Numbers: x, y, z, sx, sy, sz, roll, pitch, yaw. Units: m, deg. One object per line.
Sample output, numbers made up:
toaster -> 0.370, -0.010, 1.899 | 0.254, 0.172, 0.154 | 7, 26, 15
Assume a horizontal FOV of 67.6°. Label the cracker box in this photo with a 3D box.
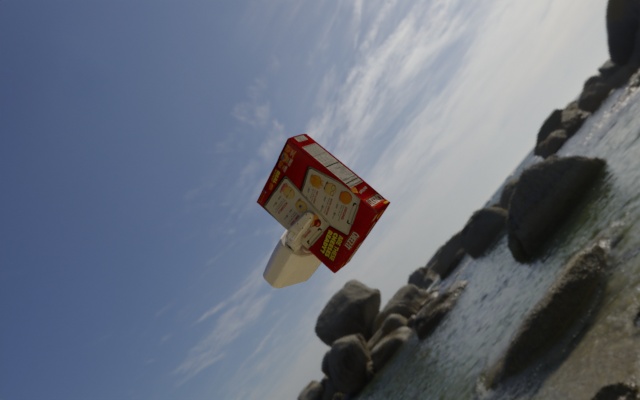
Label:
cracker box -> 0.000, 0.003, 0.898 | 0.213, 0.164, 0.072 | 40, 34, 15
